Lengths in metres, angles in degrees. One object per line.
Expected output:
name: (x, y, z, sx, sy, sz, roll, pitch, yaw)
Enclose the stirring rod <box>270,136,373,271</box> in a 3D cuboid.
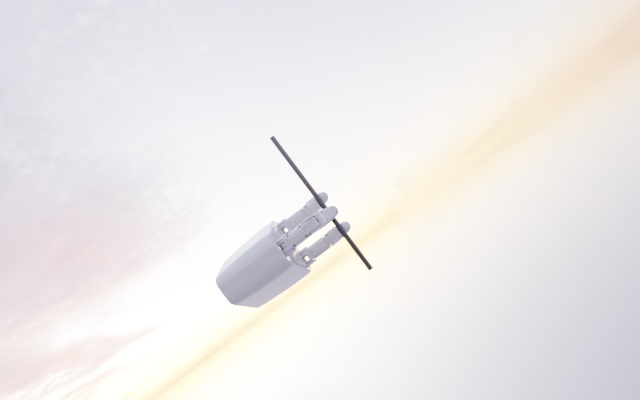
stirring rod: (0.000, 0.002, 0.690, 0.011, 0.239, 0.011, -36, -7, -5)
